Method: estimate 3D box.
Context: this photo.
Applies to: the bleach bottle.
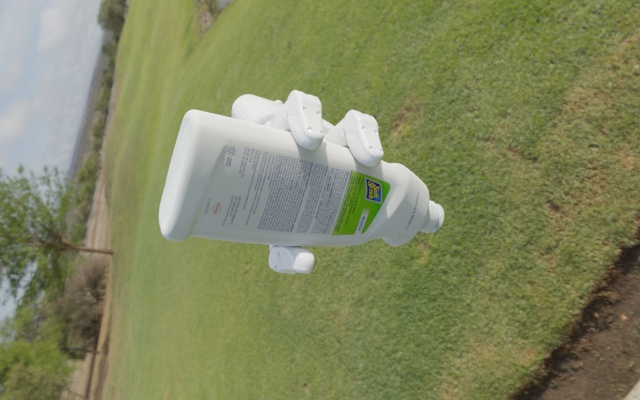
[{"bbox_3d":[0.000,0.001,0.415,0.251,0.102,0.068,12,15,-27],"label":"bleach bottle"}]
